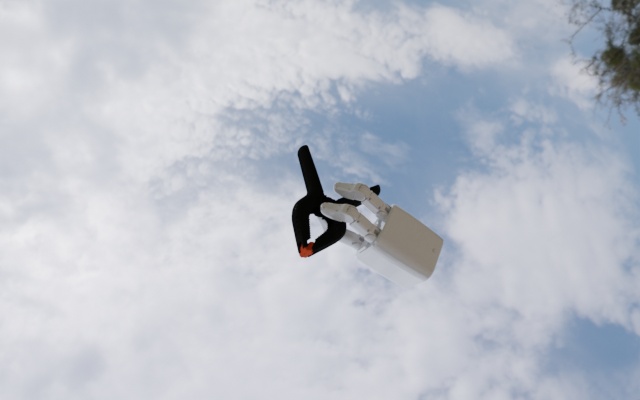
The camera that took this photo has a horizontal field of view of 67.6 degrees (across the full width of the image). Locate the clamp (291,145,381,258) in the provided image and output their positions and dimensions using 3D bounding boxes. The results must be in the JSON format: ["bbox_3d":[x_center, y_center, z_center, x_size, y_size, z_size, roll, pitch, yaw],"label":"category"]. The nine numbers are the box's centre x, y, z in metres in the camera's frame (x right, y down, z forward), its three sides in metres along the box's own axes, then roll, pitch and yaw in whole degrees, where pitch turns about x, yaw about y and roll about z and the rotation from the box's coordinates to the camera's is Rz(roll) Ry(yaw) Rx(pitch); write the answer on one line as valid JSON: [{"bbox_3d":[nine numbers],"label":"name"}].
[{"bbox_3d":[0.000,0.004,0.799,0.164,0.210,0.036,33,-40,-1],"label":"clamp"}]
